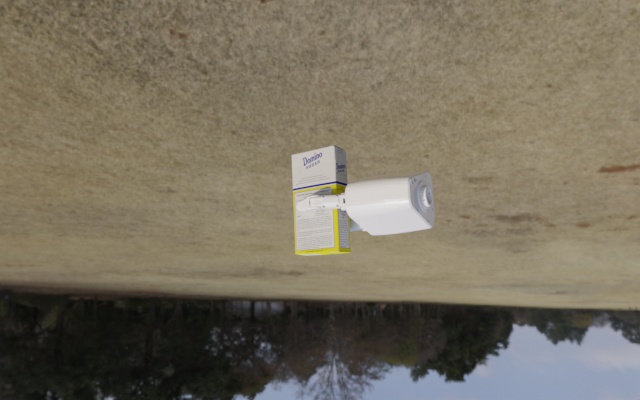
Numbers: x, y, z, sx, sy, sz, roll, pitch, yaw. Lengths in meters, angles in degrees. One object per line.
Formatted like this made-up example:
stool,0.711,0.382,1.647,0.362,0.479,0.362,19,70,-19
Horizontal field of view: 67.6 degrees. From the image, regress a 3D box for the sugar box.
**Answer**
sugar box,0.001,0.003,0.809,0.093,0.176,0.048,-8,-13,34
